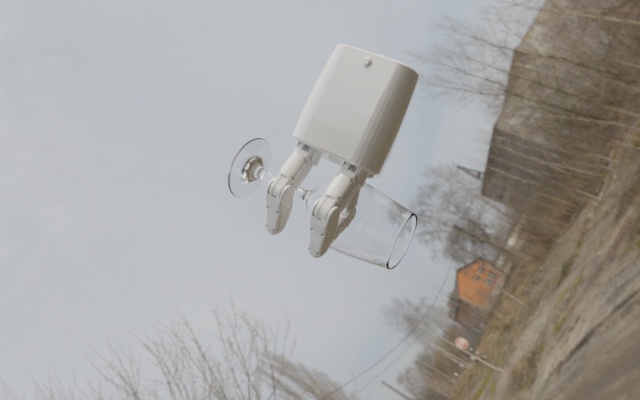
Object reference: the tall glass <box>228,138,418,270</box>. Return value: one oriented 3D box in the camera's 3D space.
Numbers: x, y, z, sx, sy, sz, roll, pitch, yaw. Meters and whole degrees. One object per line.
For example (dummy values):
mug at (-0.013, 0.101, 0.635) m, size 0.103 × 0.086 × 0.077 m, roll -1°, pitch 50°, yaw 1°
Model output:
tall glass at (-0.001, 0.002, 0.512) m, size 0.201 × 0.079 × 0.079 m, roll 26°, pitch 11°, yaw 24°
